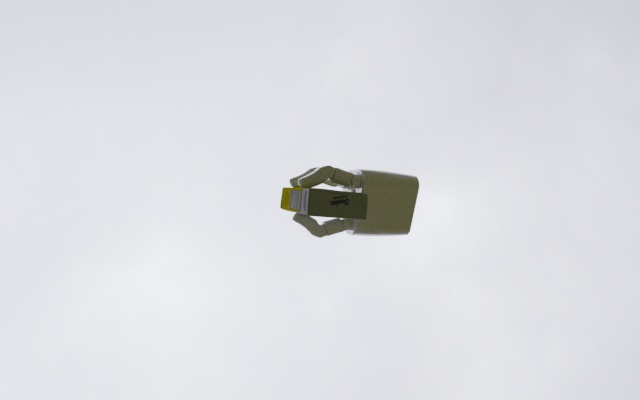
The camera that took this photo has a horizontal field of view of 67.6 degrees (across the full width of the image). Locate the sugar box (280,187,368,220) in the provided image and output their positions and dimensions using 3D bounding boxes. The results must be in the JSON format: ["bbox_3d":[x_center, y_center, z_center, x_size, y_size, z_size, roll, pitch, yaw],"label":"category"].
[{"bbox_3d":[0.000,0.002,0.765,0.093,0.048,0.176,5,-2,-18],"label":"sugar box"}]
